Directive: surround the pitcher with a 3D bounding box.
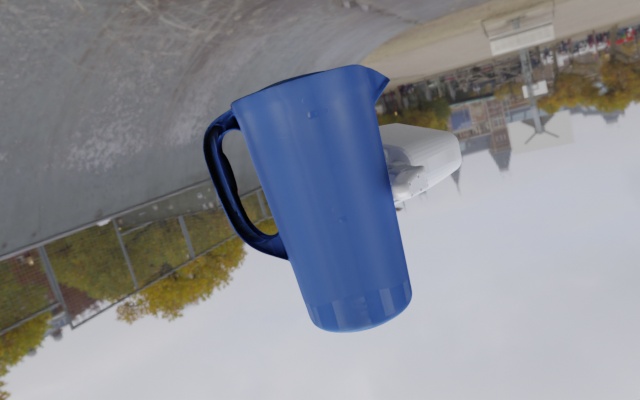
[{"bbox_3d":[0.000,0.001,0.470,0.149,0.243,0.145,-6,14,46],"label":"pitcher"}]
